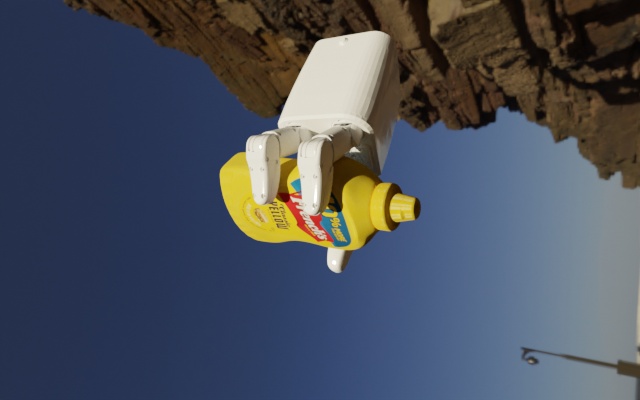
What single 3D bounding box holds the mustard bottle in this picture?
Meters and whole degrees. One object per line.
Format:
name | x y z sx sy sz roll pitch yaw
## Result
mustard bottle | 0.000 0.002 0.443 0.191 0.096 0.058 3 37 34
